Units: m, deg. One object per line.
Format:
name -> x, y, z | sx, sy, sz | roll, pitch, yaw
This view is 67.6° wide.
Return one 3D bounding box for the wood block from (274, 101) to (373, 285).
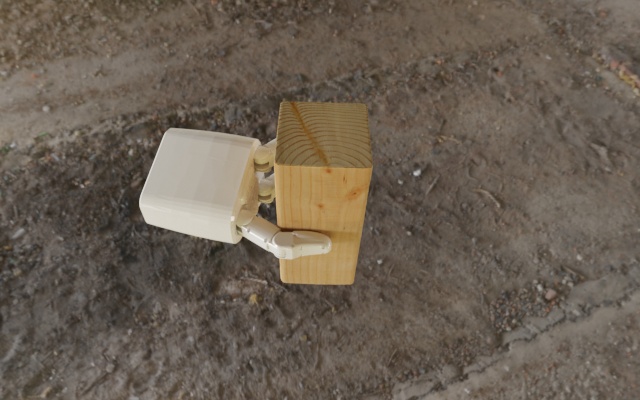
wood block -> 0.000, 0.002, 0.528 | 0.090, 0.090, 0.206 | 2, -40, -1
